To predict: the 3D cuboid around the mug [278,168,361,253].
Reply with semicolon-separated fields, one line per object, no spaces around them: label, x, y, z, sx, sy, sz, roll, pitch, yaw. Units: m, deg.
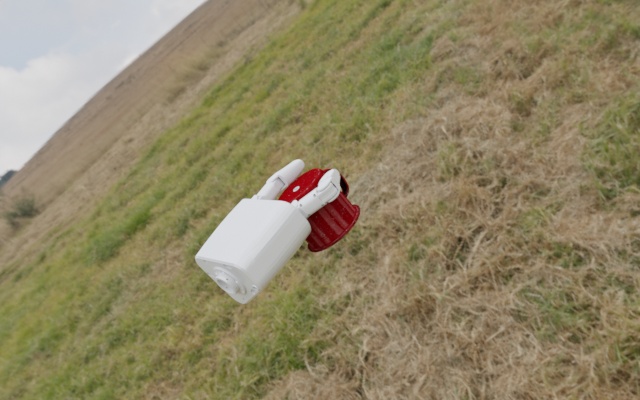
mug;0.001;0.001;0.663;0.093;0.081;0.117;-17;30;52
